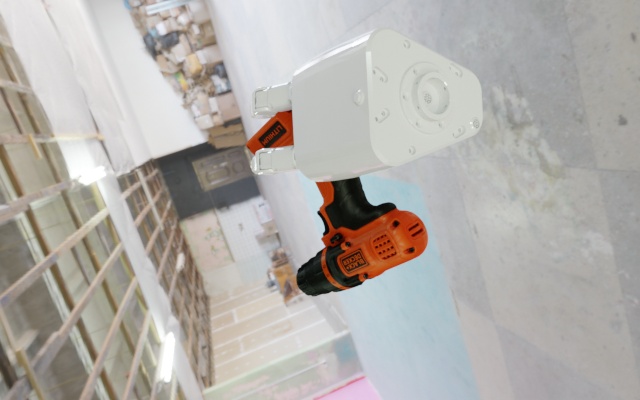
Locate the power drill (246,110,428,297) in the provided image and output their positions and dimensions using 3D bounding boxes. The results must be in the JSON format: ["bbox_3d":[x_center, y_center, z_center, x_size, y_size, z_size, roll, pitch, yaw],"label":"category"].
[{"bbox_3d":[0.000,0.001,0.488,0.057,0.187,0.184,-28,-4,-44],"label":"power drill"}]
